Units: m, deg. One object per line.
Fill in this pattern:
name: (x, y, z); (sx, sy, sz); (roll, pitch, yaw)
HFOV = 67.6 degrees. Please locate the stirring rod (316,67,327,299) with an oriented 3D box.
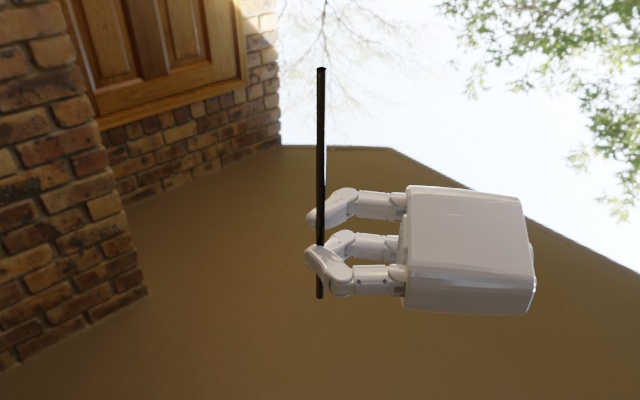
stirring rod: (0.000, 0.001, 0.416); (0.011, 0.240, 0.011); (0, 37, 0)
